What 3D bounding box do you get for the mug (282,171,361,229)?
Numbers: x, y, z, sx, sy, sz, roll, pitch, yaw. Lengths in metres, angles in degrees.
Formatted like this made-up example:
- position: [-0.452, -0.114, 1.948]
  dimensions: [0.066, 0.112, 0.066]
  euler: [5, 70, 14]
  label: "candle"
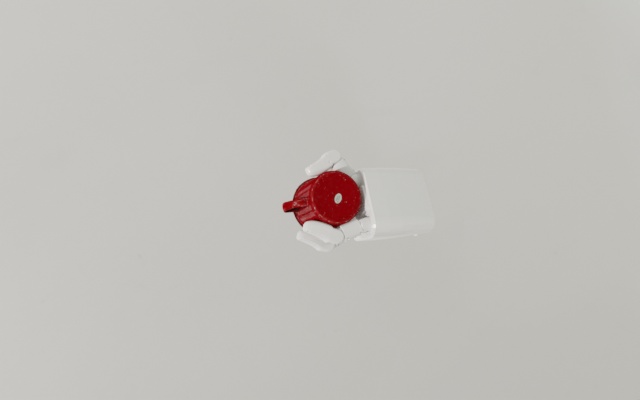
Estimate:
- position: [-0.001, 0.002, 0.724]
  dimensions: [0.117, 0.093, 0.081]
  euler: [-4, -9, -19]
  label: "mug"
